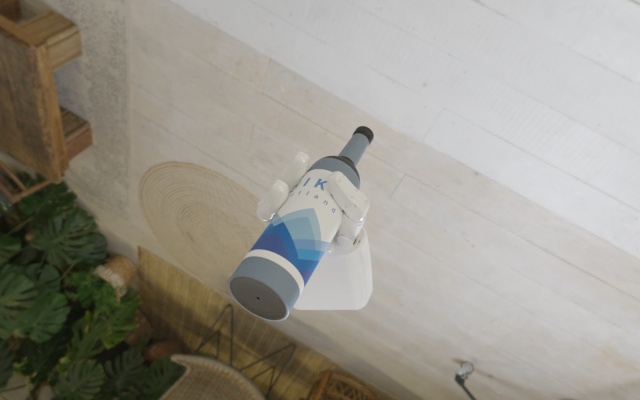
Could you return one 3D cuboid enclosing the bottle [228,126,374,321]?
[{"bbox_3d":[0.000,0.002,0.552,0.069,0.069,0.295,0,39,32],"label":"bottle"}]
